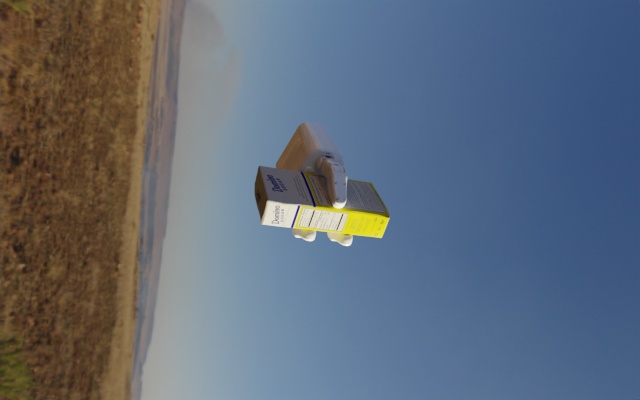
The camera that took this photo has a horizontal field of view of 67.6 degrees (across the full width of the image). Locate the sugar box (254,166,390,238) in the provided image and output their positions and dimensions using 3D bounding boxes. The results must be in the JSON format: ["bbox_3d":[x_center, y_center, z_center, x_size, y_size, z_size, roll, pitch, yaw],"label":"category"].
[{"bbox_3d":[0.000,0.003,0.666,0.176,0.048,0.093,6,31,-18],"label":"sugar box"}]
